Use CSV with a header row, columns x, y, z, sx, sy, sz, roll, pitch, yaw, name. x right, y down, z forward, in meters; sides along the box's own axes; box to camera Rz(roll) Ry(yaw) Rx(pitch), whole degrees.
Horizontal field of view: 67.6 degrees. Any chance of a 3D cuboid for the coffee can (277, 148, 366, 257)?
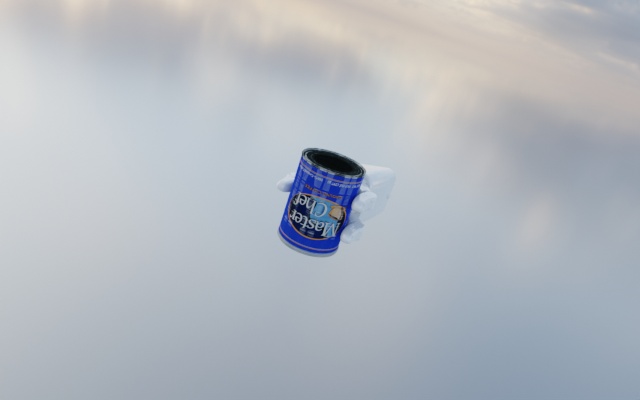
x,y,z,sx,sy,sz,roll,pitch,yaw,name
0.000,0.003,0.744,0.103,0.140,0.102,16,22,-7,coffee can
